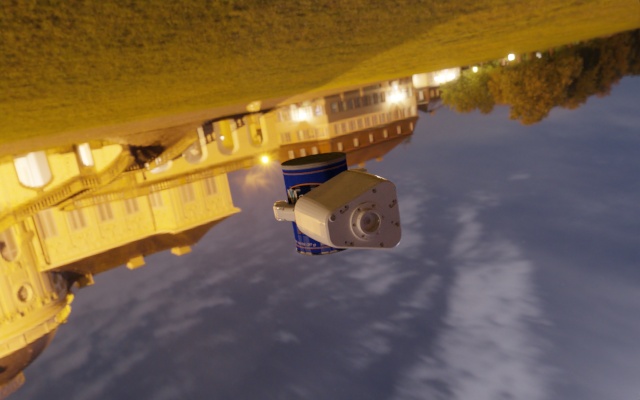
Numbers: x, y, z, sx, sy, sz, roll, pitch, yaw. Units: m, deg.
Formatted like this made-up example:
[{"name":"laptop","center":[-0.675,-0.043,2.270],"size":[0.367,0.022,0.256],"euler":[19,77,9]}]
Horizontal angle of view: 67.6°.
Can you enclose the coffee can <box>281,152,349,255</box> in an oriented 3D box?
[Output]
[{"name":"coffee can","center":[0.000,0.002,0.749],"size":[0.103,0.140,0.102],"euler":[-9,12,2]}]
